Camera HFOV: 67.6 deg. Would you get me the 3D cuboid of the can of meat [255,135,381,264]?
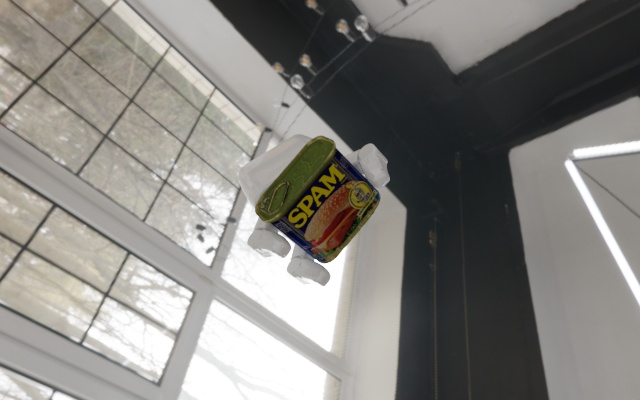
[{"bbox_3d":[0.000,0.002,0.480,0.084,0.102,0.057,43,-4,-29],"label":"can of meat"}]
